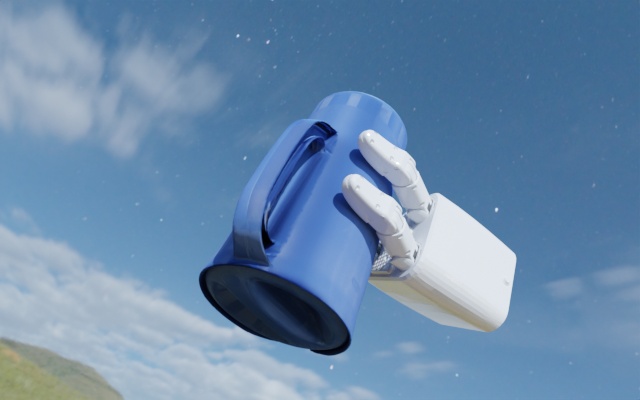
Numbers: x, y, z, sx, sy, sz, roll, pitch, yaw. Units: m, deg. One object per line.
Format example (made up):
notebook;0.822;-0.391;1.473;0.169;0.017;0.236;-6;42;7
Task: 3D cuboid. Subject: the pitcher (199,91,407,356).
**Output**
pitcher;0.000;0.002;0.442;0.145;0.242;0.149;35;-37;-13
